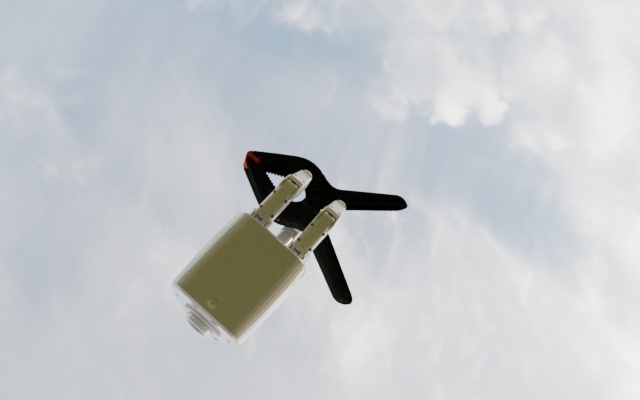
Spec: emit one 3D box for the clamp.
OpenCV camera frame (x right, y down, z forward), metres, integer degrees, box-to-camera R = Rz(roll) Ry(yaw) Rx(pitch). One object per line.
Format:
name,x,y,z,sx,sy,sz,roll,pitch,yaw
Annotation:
clamp,-0.001,0.002,0.589,0.164,0.210,0.036,-47,-4,-30
